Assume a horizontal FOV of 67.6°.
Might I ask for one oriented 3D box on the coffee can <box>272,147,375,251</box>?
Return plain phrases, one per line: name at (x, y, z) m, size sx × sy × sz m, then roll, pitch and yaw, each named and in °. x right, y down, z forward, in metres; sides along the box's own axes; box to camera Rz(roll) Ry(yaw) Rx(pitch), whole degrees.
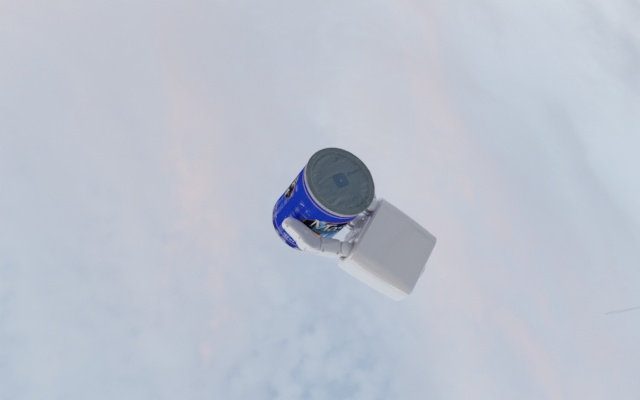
coffee can at (0.000, 0.002, 0.693) m, size 0.103 × 0.102 × 0.140 m, roll 0°, pitch -25°, yaw -26°
